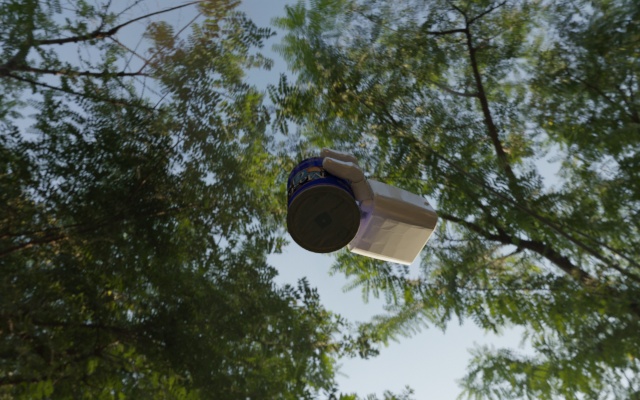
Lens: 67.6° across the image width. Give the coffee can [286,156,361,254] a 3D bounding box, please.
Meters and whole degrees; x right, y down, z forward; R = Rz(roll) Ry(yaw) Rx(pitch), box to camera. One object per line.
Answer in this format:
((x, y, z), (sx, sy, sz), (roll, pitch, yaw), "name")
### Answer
((0.000, 0.002, 0.718), (0.103, 0.103, 0.140), (0, 22, -4), "coffee can")
